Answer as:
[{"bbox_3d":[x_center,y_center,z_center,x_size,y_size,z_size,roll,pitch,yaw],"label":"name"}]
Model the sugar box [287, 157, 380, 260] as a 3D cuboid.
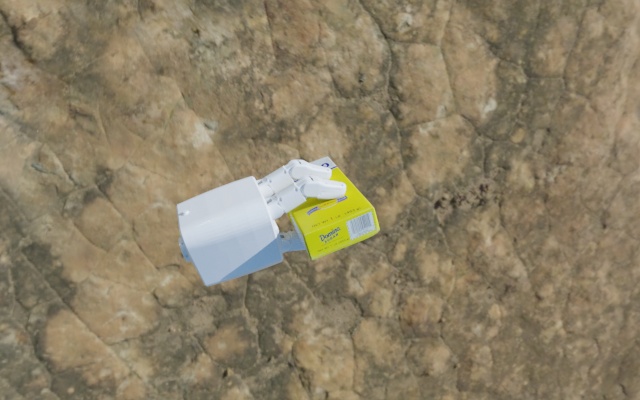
[{"bbox_3d":[0.000,0.002,0.636,0.093,0.048,0.176,-21,33,-9],"label":"sugar box"}]
